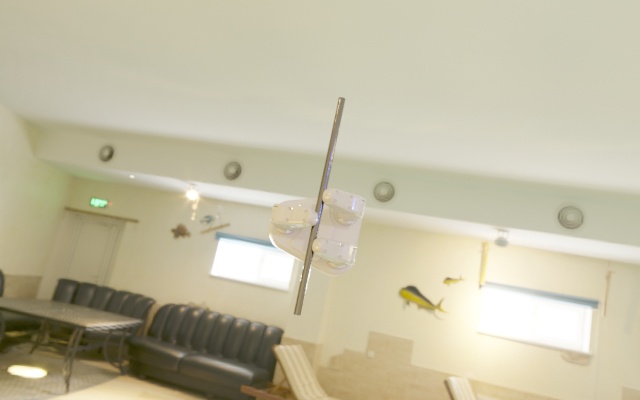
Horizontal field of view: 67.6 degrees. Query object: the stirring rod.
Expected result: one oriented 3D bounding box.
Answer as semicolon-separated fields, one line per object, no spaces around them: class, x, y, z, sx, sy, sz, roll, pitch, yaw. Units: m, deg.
stirring rod;0.000;0.002;0.511;0.011;0.239;0.011;11;-11;2
